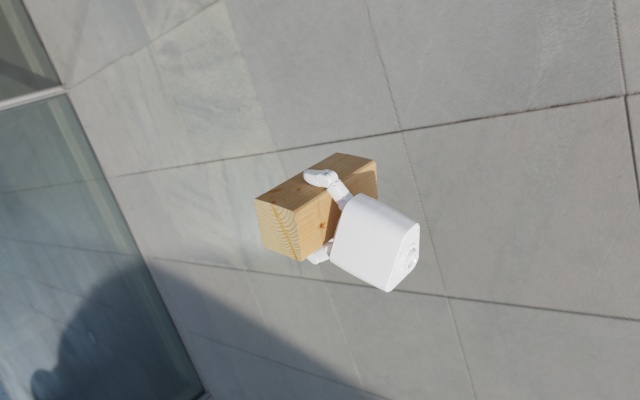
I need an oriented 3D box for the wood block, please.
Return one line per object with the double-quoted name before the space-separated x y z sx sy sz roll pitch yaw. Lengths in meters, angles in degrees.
"wood block" 0.000 0.002 0.795 0.090 0.091 0.206 17 35 37
